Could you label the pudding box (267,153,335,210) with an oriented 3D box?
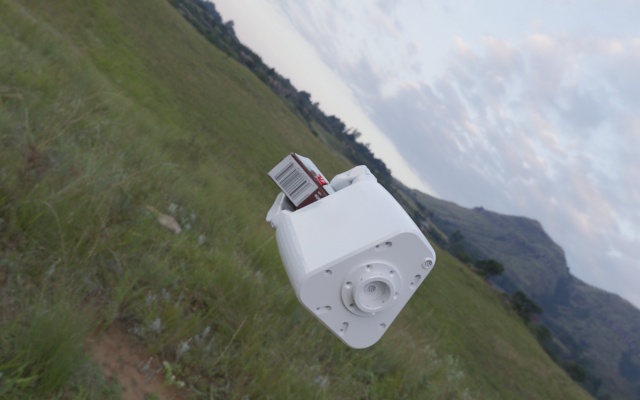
[{"bbox_3d":[0.000,0.002,0.523,0.039,0.113,0.090,-40,-4,7],"label":"pudding box"}]
